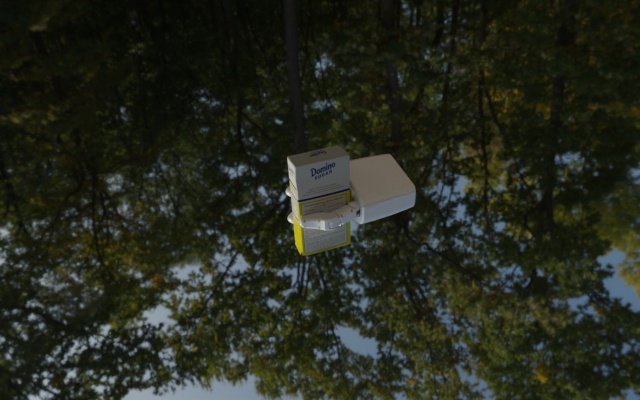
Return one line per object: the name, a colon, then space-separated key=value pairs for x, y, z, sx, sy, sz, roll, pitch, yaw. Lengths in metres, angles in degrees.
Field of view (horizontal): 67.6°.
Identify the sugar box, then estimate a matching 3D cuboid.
sugar box: x=0.000 y=0.002 z=0.789 sx=0.093 sy=0.176 sz=0.048 roll=-13 pitch=32 yaw=-16
